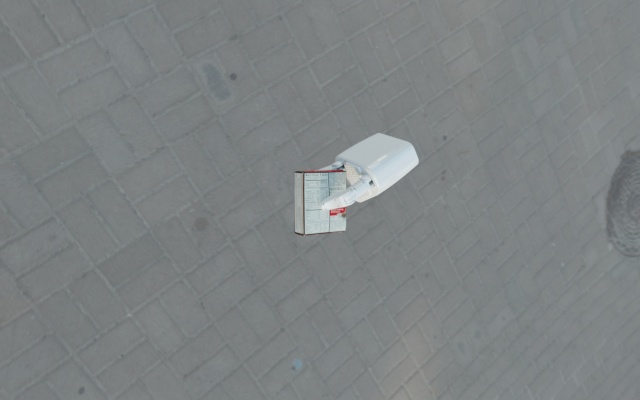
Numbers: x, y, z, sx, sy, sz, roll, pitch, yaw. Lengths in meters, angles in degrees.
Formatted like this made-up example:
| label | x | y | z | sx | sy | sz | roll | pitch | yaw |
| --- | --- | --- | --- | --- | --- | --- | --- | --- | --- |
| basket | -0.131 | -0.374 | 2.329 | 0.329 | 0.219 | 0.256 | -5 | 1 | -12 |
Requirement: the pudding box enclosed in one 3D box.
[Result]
| label | x | y | z | sx | sy | sz | roll | pitch | yaw |
| --- | --- | --- | --- | --- | --- | --- | --- | --- | --- |
| pudding box | 0.000 | 0.003 | 0.840 | 0.090 | 0.113 | 0.039 | -3 | 5 | -29 |
